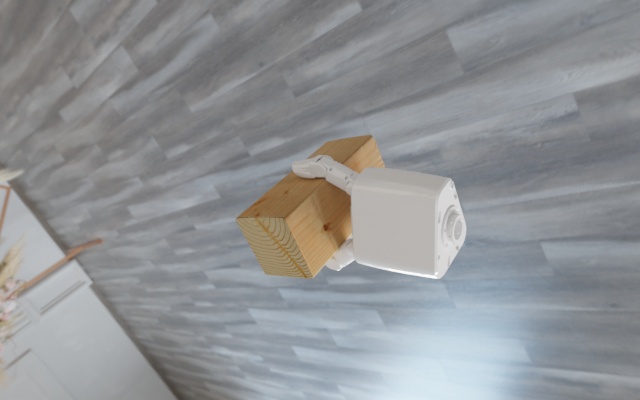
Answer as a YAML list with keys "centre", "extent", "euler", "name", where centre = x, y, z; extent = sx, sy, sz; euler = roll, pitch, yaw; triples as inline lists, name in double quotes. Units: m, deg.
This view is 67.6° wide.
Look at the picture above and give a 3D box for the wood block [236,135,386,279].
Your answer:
- centre: [0.000, 0.002, 0.640]
  extent: [0.090, 0.091, 0.206]
  euler: [-3, 31, 42]
  name: "wood block"
